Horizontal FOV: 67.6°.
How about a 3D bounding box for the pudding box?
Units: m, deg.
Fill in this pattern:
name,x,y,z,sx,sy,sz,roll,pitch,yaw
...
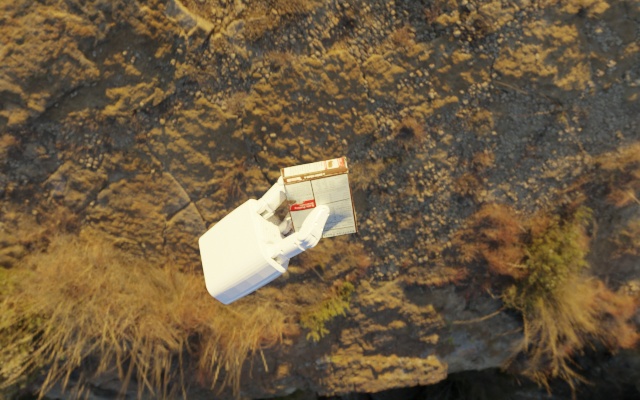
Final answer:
name,x,y,z,sx,sy,sz,roll,pitch,yaw
pudding box,0.000,0.002,0.658,0.090,0.114,0.039,-11,40,0
